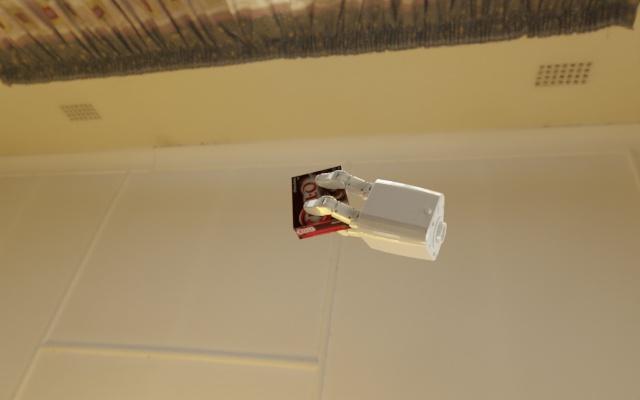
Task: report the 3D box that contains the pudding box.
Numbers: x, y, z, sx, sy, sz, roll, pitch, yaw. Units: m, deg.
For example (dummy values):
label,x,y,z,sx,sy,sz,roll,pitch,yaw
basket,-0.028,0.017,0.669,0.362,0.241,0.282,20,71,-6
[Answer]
label,x,y,z,sx,sy,sz,roll,pitch,yaw
pudding box,0.000,0.003,0.784,0.090,0.113,0.039,-13,-42,9
